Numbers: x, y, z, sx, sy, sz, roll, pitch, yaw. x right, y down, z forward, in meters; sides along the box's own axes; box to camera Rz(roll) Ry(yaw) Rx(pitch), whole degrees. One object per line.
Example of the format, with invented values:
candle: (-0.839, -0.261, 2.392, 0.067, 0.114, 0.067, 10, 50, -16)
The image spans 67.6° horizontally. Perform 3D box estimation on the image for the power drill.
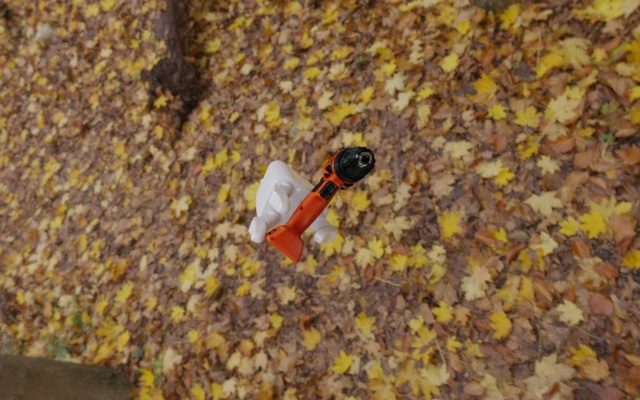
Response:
power drill: (0.000, 0.003, 0.704, 0.057, 0.187, 0.184, 41, -8, -5)
